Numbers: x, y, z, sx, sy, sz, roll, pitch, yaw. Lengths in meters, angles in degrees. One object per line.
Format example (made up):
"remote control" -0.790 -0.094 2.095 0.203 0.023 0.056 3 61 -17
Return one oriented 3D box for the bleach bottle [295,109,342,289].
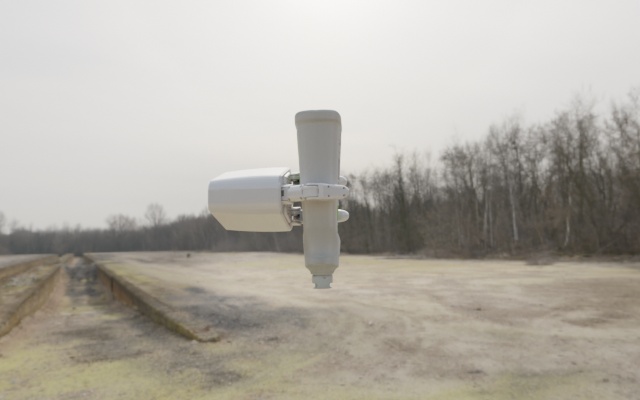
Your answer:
"bleach bottle" 0.000 0.002 0.699 0.068 0.251 0.102 -1 -5 5
